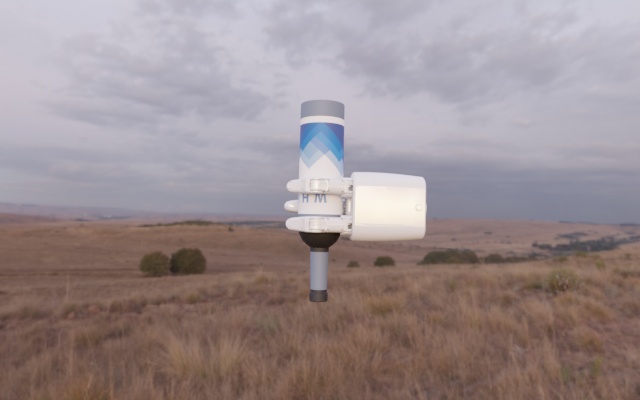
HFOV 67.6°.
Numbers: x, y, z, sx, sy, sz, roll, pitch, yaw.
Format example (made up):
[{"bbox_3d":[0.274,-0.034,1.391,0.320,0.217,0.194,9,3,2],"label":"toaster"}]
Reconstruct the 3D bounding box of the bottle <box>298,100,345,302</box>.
[{"bbox_3d":[0.000,0.002,0.716,0.069,0.295,0.069,1,-3,0],"label":"bottle"}]
